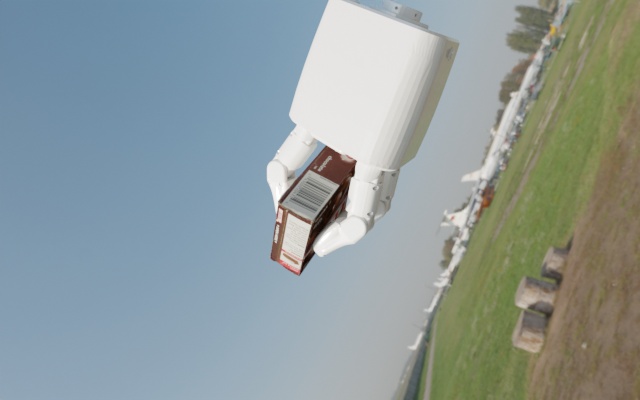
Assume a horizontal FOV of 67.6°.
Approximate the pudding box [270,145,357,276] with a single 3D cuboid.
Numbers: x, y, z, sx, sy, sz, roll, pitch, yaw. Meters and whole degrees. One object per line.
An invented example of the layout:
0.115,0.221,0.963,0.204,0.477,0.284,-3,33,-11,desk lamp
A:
0.000,0.001,0.446,0.039,0.090,0.113,30,53,13,pudding box
